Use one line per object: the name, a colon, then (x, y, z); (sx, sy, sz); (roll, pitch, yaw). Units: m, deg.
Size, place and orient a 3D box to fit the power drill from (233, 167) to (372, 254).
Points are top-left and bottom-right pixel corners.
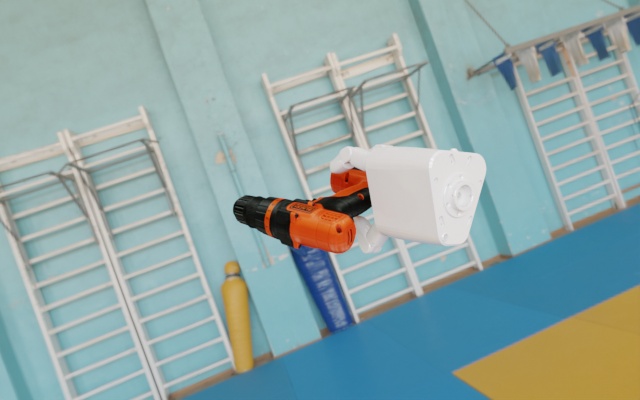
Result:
power drill: (0.001, 0.002, 0.648); (0.184, 0.057, 0.187); (15, 31, 34)
